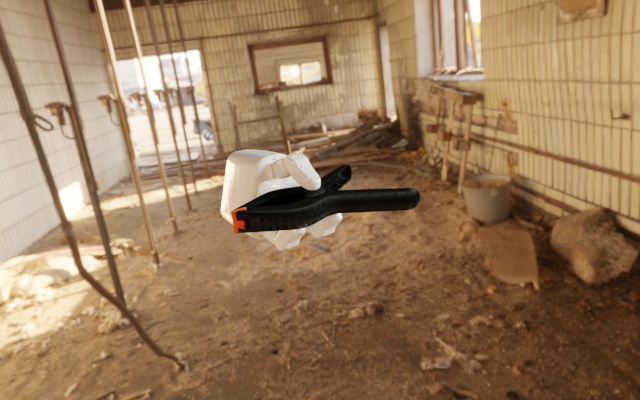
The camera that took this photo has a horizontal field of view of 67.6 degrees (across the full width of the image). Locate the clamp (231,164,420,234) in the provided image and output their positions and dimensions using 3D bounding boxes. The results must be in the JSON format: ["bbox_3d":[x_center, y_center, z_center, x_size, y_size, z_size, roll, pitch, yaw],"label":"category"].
[{"bbox_3d":[-0.001,0.001,0.567,0.210,0.036,0.164,-18,22,-31],"label":"clamp"}]
